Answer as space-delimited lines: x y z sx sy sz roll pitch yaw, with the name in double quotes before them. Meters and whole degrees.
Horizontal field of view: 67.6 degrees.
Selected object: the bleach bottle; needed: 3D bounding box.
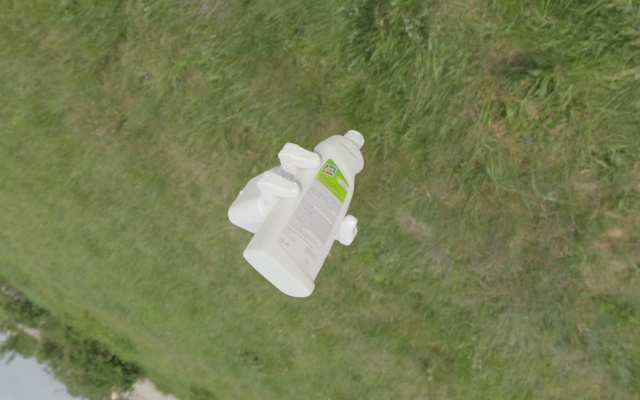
"bleach bottle" 0.000 0.002 0.665 0.102 0.250 0.068 46 -32 -22
